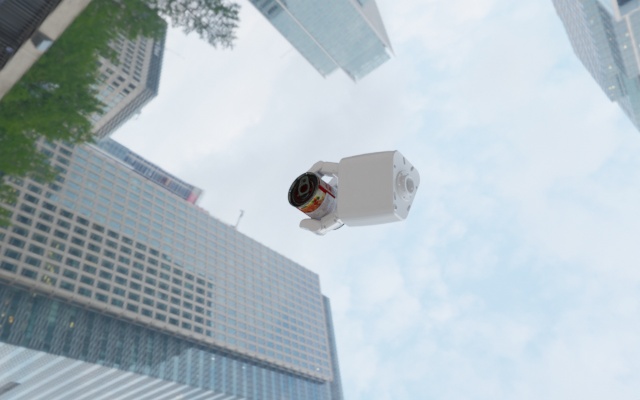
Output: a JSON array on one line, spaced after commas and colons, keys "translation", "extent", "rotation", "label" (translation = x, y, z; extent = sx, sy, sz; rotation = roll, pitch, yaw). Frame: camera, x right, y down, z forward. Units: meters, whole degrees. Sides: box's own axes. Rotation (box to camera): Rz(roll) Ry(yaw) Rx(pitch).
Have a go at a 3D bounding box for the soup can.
[{"translation": [0.000, 0.003, 0.844], "extent": [0.068, 0.068, 0.102], "rotation": [0, -26, 43], "label": "soup can"}]
